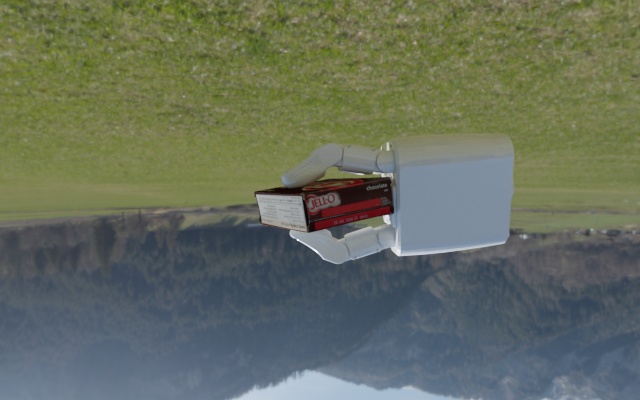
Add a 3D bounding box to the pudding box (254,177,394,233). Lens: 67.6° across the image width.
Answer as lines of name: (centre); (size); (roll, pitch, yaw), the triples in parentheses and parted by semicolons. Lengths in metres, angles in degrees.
pudding box: (0.000, 0.002, 0.449); (0.090, 0.039, 0.113); (-10, 4, -28)
